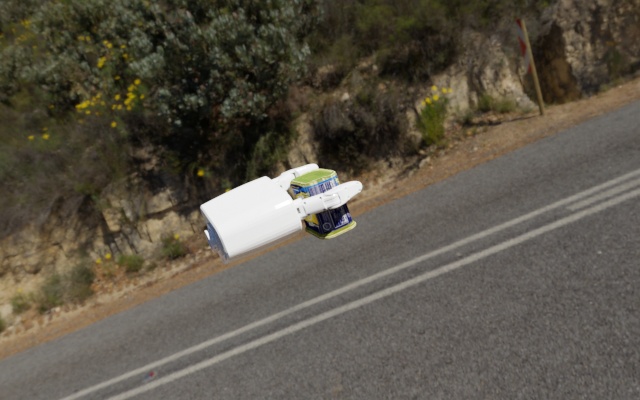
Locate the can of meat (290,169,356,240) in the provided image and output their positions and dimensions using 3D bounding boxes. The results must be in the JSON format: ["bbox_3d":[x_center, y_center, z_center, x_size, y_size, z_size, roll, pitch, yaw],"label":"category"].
[{"bbox_3d":[0.000,0.002,0.698,0.057,0.084,0.102,-23,13,-15],"label":"can of meat"}]
